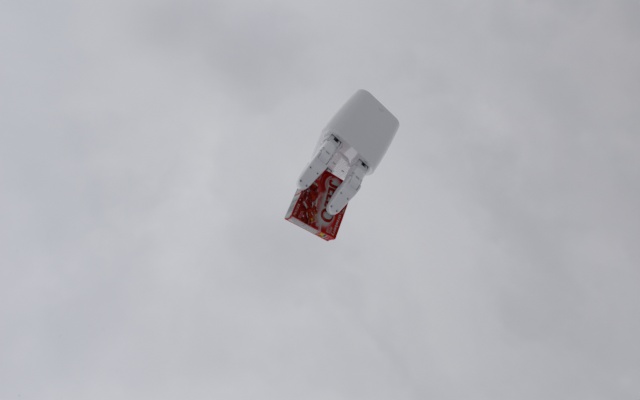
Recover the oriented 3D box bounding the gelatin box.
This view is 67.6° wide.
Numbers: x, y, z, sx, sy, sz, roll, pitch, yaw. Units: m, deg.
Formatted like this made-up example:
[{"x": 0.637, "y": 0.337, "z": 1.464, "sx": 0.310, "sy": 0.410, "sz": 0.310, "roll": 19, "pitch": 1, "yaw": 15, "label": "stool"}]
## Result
[{"x": 0.000, "y": 0.003, "z": 0.675, "sx": 0.073, "sy": 0.089, "sz": 0.030, "roll": 29, "pitch": -24, "yaw": -17, "label": "gelatin box"}]
